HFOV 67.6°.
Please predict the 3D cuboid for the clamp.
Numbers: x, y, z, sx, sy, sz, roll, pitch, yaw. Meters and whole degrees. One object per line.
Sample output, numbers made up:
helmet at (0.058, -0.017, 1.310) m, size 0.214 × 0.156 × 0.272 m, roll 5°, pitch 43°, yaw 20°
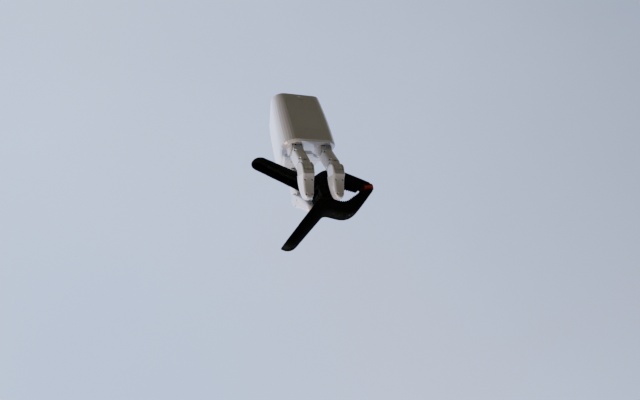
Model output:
clamp at (0.000, 0.003, 0.783) m, size 0.210 × 0.164 × 0.036 m, roll -1°, pitch -28°, yaw -28°
